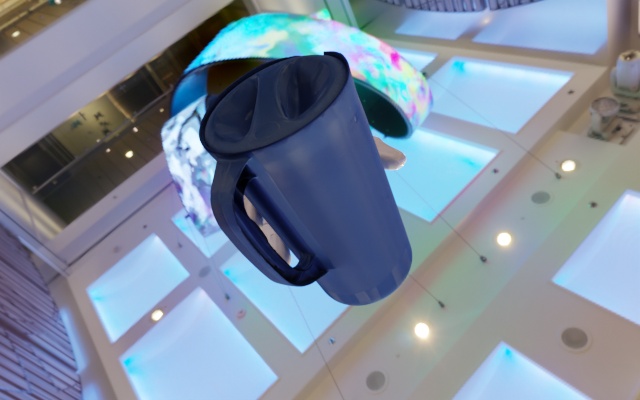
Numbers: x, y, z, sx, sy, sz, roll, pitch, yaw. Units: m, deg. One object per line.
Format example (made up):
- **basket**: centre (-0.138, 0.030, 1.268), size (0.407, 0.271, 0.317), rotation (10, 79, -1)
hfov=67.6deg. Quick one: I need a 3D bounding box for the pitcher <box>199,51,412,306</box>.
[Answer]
- **pitcher**: centre (0.000, 0.001, 0.447), size (0.149, 0.243, 0.145), rotation (-30, 39, 0)
